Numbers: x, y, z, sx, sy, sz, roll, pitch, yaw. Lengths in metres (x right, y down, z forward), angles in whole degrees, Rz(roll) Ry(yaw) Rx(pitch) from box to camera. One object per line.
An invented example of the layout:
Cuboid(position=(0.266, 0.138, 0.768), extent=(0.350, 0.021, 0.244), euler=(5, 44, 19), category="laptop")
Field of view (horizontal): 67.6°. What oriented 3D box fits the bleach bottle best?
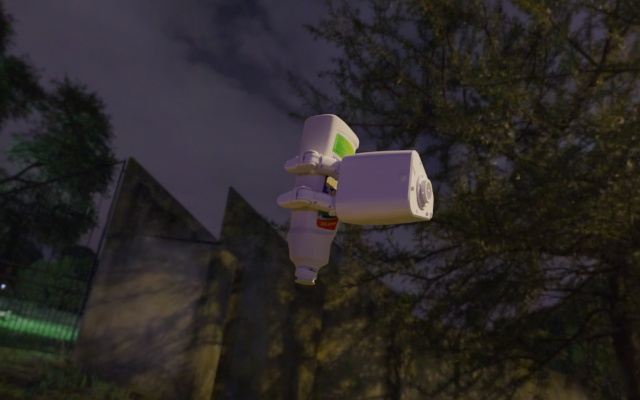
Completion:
Cuboid(position=(0.000, 0.002, 0.716), extent=(0.068, 0.250, 0.103), euler=(-4, -24, 30), category="bleach bottle")
